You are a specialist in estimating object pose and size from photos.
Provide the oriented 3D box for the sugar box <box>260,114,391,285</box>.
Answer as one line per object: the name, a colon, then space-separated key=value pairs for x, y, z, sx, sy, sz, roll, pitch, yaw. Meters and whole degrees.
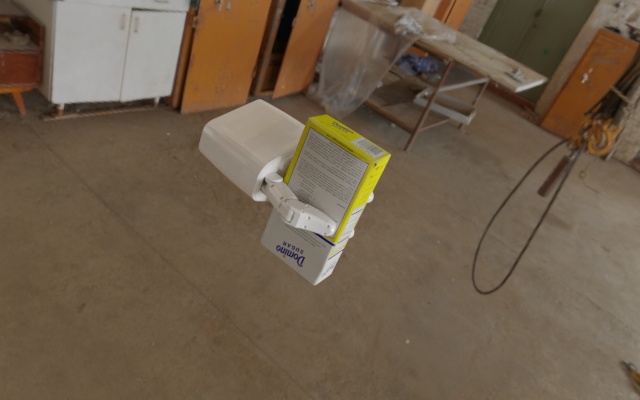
sugar box: x=0.000 y=0.001 z=0.550 sx=0.093 sy=0.176 sz=0.048 roll=36 pitch=33 yaw=19
